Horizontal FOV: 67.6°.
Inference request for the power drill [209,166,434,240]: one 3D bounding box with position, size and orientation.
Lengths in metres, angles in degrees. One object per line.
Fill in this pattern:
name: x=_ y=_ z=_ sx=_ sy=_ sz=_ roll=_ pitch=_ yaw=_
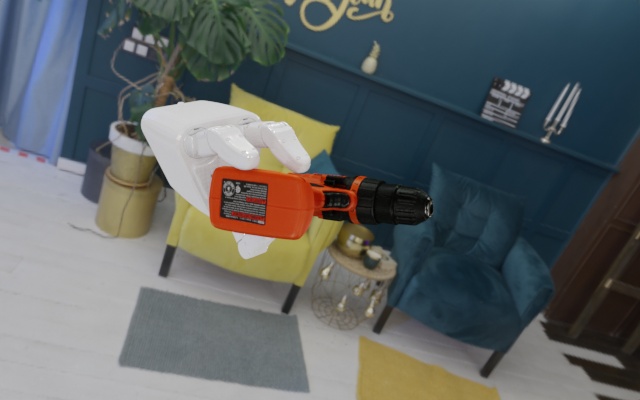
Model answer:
power drill: x=0.000 y=0.001 z=0.468 sx=0.184 sy=0.057 sz=0.187 roll=5 pitch=3 yaw=29
